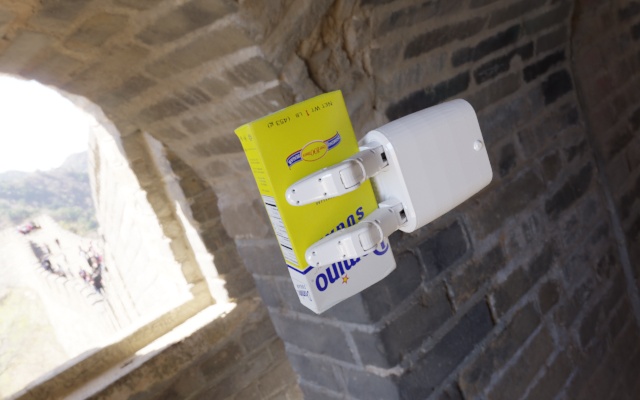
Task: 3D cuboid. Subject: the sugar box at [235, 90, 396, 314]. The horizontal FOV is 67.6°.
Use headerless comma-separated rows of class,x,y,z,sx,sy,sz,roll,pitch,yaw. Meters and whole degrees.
sugar box,0.000,0.001,0.428,0.093,0.176,0.048,-26,13,-22
